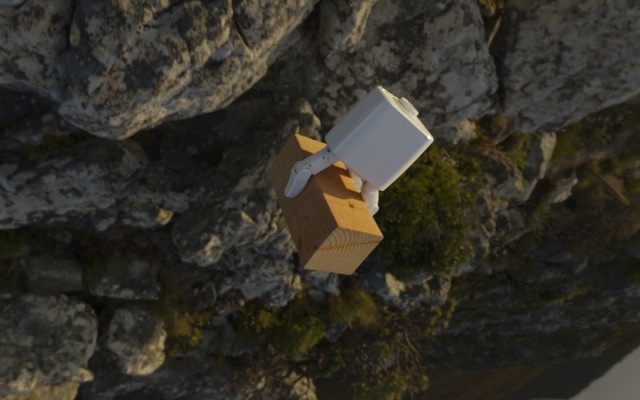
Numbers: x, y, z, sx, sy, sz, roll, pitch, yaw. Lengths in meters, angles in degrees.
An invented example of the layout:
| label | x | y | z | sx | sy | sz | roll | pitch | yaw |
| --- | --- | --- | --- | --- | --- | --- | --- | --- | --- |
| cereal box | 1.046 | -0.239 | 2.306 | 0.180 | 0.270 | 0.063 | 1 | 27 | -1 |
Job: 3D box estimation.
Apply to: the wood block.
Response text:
| label | x | y | z | sx | sy | sz | roll | pitch | yaw |
| --- | --- | --- | --- | --- | --- | --- | --- | --- | --- |
| wood block | 0.000 | 0.002 | 0.735 | 0.091 | 0.090 | 0.206 | 14 | 36 | -36 |
